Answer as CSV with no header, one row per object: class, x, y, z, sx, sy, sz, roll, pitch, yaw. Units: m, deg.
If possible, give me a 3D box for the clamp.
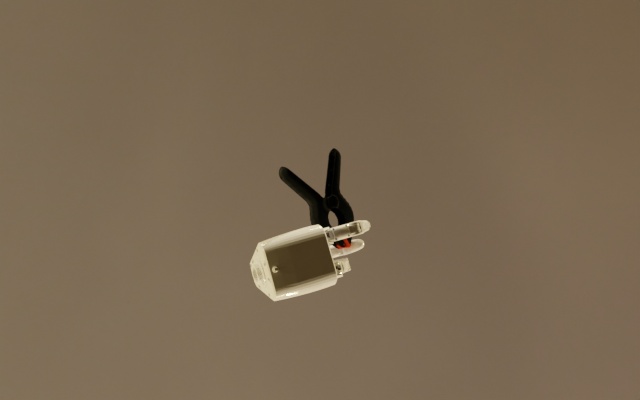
clamp,0.000,0.003,0.797,0.120,0.171,0.039,-13,-6,-24
